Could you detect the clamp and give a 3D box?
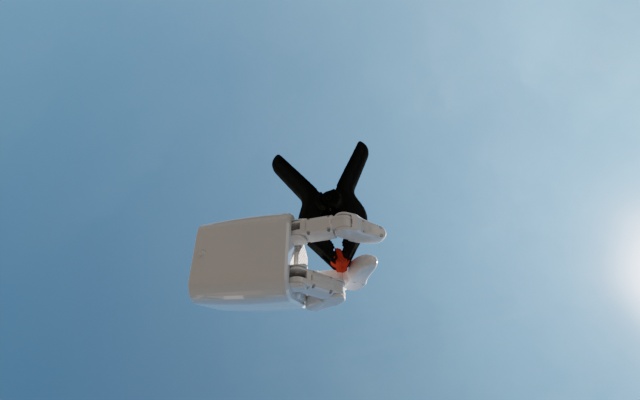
[{"bbox_3d":[0.000,0.002,0.561,0.120,0.171,0.039,-6,-35,8],"label":"clamp"}]
